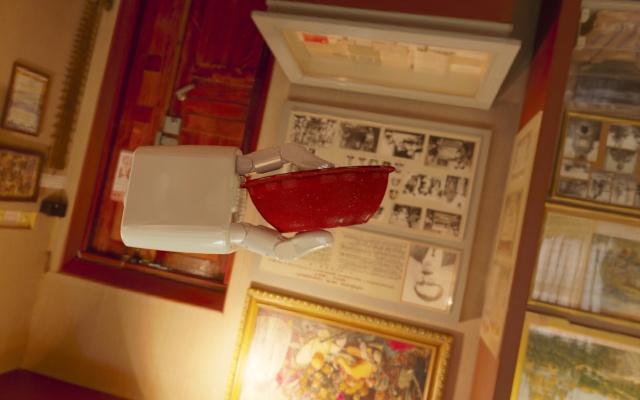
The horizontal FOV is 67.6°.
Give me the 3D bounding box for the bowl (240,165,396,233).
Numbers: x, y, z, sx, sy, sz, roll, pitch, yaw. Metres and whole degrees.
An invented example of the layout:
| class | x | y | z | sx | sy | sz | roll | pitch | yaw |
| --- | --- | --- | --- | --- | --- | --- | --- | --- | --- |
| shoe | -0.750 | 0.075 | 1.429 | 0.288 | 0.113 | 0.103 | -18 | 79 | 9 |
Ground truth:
| class | x | y | z | sx | sy | sz | roll | pitch | yaw |
| --- | --- | --- | --- | --- | --- | --- | --- | --- | --- |
| bowl | 0.001 | 0.002 | 0.496 | 0.162 | 0.055 | 0.162 | -7 | -2 | 0 |
